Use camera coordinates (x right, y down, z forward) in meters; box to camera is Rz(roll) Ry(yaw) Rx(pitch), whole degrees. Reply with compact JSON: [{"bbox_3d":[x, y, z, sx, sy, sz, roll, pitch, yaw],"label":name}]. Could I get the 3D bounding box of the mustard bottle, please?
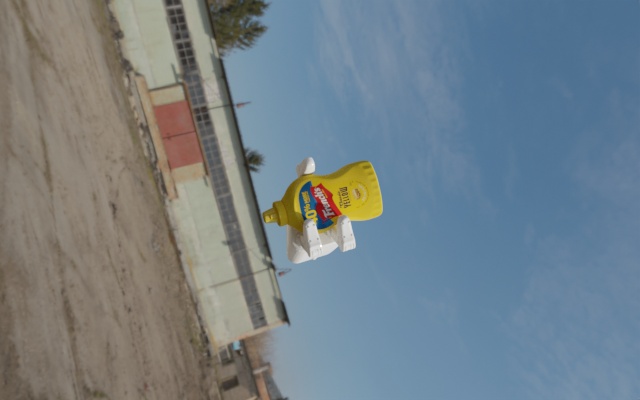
[{"bbox_3d":[0.000,0.002,0.769,0.191,0.096,0.058,-16,8,-15],"label":"mustard bottle"}]
